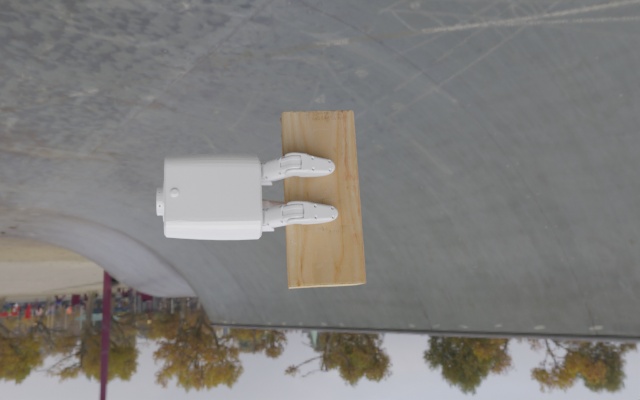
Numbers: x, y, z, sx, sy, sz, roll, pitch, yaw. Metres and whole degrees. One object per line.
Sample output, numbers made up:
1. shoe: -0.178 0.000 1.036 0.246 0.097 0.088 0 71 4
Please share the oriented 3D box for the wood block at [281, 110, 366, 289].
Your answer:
1. wood block: 0.000 0.002 0.593 0.090 0.206 0.091 -2 -11 -5
